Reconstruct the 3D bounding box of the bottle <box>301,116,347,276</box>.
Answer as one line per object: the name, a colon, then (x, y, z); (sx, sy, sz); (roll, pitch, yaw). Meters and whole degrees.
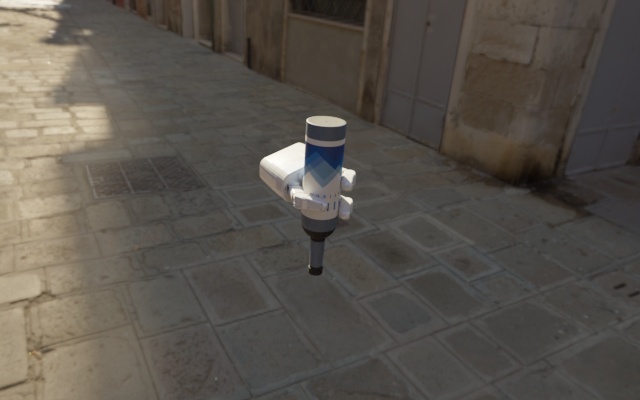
bottle: (0.000, 0.003, 0.849); (0.069, 0.296, 0.069); (4, 25, -2)
